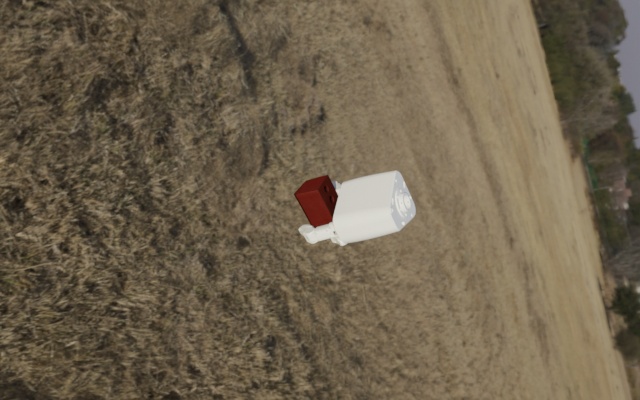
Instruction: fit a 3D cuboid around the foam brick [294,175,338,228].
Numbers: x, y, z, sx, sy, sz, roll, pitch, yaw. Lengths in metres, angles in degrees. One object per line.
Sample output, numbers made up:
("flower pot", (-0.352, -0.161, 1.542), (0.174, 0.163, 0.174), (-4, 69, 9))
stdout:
("foam brick", (0.000, 0.003, 0.848), (0.051, 0.078, 0.053), (-14, 26, 33))
